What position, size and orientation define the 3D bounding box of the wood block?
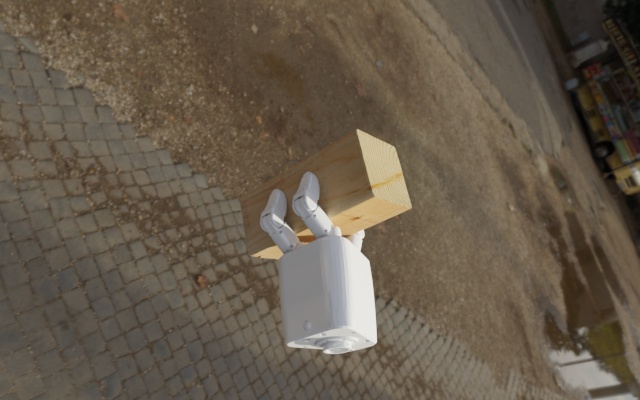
[{"bbox_3d":[0.000,0.002,0.625,0.206,0.090,0.091,-27,-26,33],"label":"wood block"}]
